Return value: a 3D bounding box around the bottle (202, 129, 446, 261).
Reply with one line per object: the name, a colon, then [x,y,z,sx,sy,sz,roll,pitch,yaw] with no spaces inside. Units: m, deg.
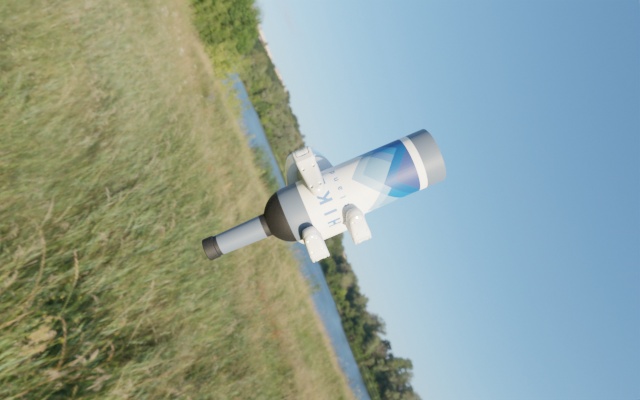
bottle: [0.000,0.002,0.570,0.296,0.069,0.069,-23,0,-1]
